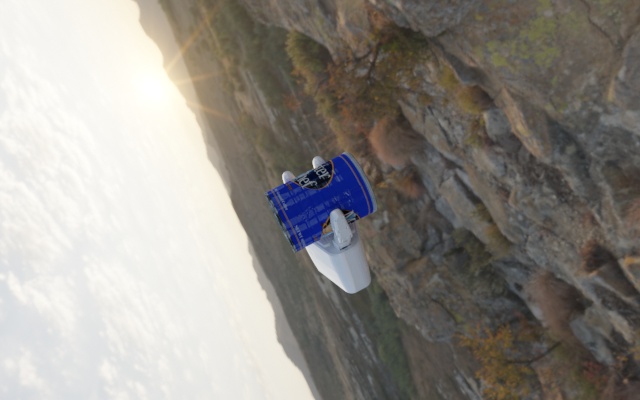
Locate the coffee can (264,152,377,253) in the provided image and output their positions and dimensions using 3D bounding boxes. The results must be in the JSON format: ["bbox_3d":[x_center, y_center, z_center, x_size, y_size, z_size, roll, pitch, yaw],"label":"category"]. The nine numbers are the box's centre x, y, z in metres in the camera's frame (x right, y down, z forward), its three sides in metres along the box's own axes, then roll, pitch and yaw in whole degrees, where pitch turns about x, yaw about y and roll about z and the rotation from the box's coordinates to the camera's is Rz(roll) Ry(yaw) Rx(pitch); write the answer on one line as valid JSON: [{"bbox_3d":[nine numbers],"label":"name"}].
[{"bbox_3d":[0.000,0.002,0.723,0.140,0.103,0.103,-27,4,-7],"label":"coffee can"}]
